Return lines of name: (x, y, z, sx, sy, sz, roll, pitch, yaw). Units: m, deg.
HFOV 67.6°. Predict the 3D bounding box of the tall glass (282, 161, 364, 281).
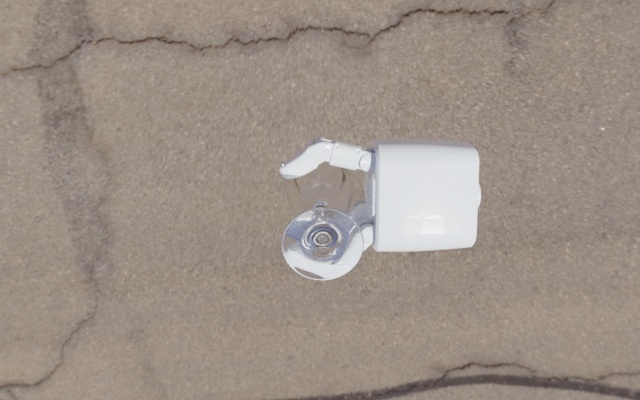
tall glass: (0.000, 0.002, 0.518, 0.079, 0.079, 0.201, 0, 23, -2)
